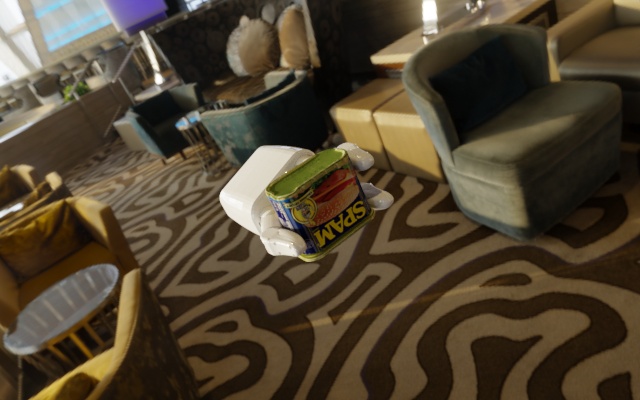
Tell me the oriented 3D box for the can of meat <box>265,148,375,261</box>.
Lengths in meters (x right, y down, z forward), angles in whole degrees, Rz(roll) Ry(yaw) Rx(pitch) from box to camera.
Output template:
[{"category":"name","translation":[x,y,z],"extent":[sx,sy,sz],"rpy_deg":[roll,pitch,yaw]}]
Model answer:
[{"category":"can of meat","translation":[0.000,0.002,0.524],"extent":[0.102,0.084,0.057],"rpy_deg":[-35,27,-20]}]
